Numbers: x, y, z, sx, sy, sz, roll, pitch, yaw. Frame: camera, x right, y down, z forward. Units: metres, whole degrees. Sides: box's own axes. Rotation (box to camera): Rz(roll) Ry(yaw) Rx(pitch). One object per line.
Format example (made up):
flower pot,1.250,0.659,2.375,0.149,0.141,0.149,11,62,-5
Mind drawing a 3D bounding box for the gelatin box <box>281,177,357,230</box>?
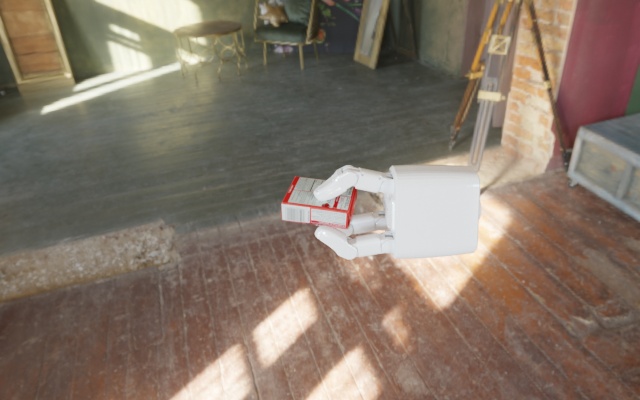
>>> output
gelatin box,0.000,0.002,0.624,0.089,0.030,0.073,8,32,8
